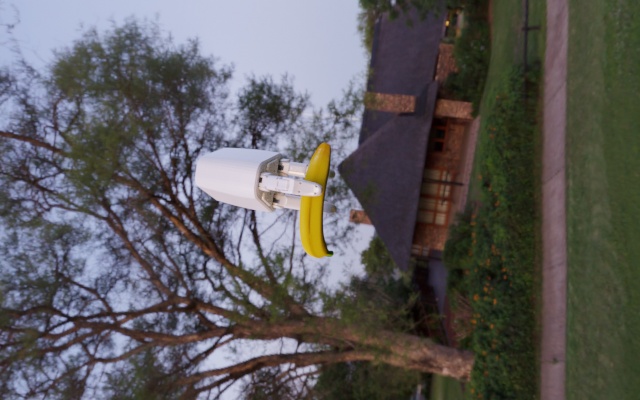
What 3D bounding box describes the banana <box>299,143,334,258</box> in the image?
[{"bbox_3d":[-0.007,0.013,0.730,0.037,0.198,0.069,10,27,20],"label":"banana"}]
